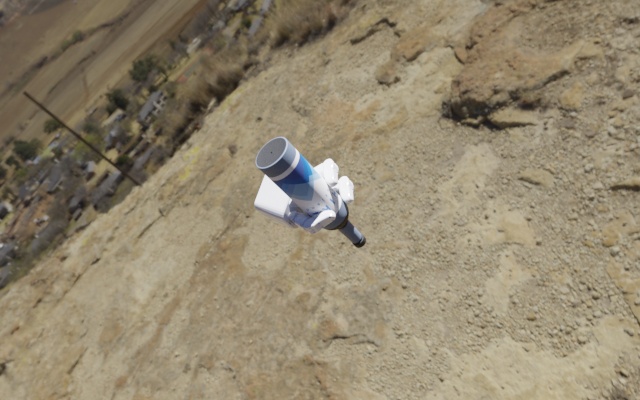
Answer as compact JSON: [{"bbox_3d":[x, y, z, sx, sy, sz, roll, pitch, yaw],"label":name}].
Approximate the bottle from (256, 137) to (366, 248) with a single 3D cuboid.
[{"bbox_3d":[0.000,0.003,0.873,0.069,0.069,0.296,0,-34,41],"label":"bottle"}]
